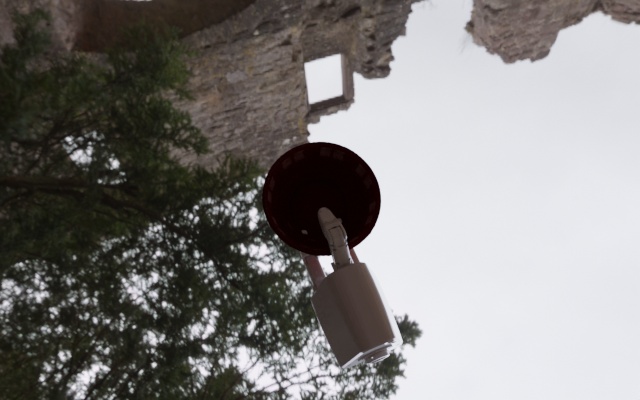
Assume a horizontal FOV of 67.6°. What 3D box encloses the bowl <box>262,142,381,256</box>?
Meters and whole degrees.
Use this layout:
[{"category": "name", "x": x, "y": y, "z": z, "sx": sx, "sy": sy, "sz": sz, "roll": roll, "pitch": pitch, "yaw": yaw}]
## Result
[{"category": "bowl", "x": 0.000, "y": 0.001, "z": 0.666, "sx": 0.162, "sy": 0.162, "sz": 0.055, "roll": 0, "pitch": -16, "yaw": -6}]
